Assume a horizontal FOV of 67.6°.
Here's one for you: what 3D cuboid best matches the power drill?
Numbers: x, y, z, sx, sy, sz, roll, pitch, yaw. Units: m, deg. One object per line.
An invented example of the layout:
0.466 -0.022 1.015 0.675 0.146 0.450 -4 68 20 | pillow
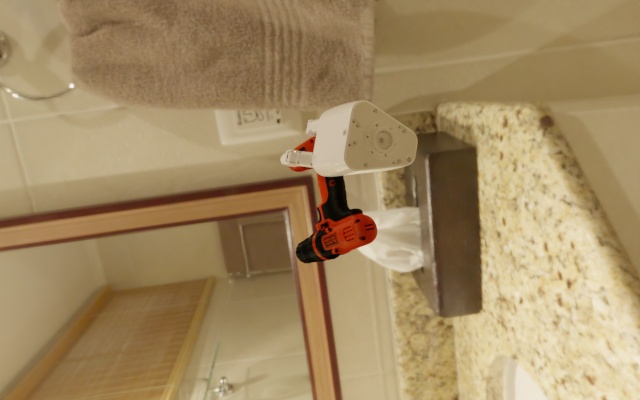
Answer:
0.000 0.002 0.771 0.057 0.187 0.184 -11 -10 -41 | power drill
